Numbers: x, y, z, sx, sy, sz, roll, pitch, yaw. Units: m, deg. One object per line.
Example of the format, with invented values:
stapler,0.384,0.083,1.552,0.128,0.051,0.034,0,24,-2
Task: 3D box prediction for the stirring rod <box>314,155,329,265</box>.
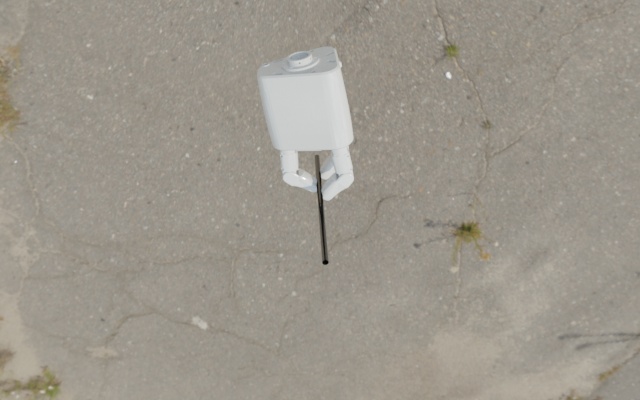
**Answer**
stirring rod,0.000,0.002,0.666,0.011,0.011,0.239,0,37,-3
